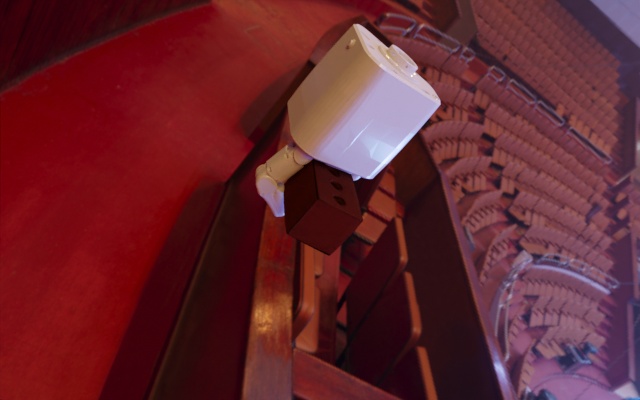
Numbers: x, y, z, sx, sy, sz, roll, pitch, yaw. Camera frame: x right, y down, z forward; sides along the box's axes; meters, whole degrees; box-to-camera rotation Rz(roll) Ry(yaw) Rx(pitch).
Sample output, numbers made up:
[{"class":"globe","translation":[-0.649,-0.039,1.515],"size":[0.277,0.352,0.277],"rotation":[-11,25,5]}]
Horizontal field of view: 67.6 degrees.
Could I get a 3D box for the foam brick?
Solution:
[{"class":"foam brick","translation":[0.000,0.002,0.458],"size":[0.053,0.051,0.078],"rotation":[28,30,-27]}]
